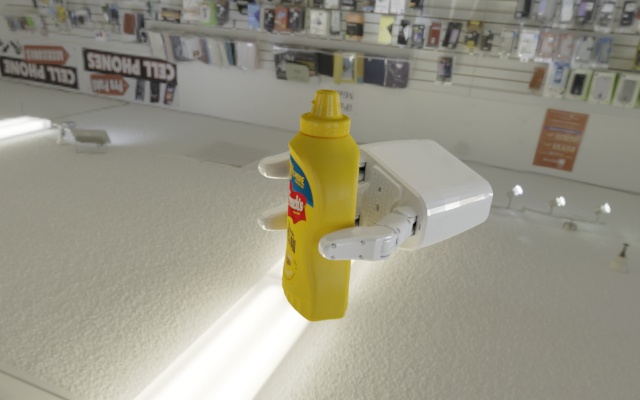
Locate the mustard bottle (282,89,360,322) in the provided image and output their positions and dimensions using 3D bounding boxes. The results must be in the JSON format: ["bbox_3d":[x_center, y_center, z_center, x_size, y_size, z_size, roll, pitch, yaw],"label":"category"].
[{"bbox_3d":[0.000,0.002,0.416,0.058,0.192,0.096,-2,23,-15],"label":"mustard bottle"}]
